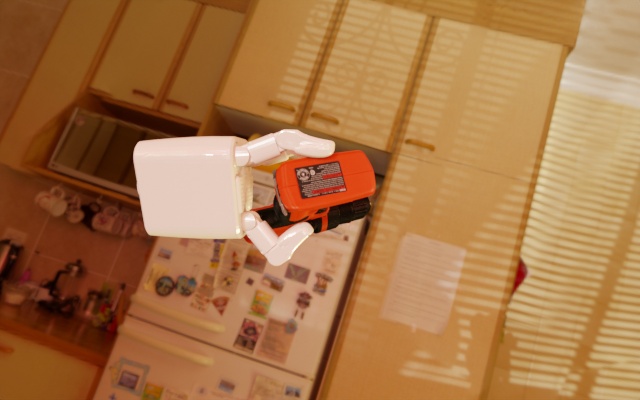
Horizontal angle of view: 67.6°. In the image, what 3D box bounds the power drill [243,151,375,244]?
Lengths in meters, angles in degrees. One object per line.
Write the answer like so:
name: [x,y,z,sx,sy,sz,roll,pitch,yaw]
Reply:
power drill: [0.000,0.002,0.583,0.184,0.057,0.188,-13,-15,-18]
